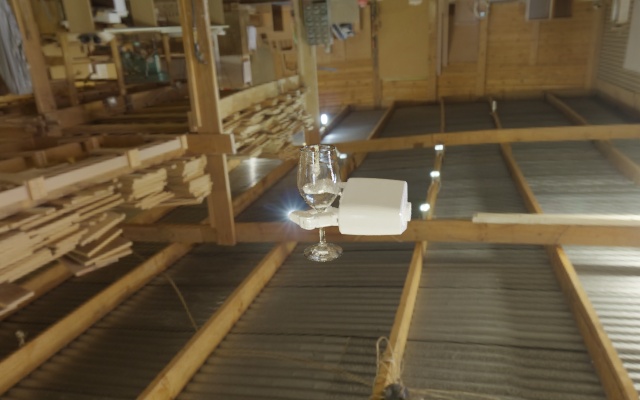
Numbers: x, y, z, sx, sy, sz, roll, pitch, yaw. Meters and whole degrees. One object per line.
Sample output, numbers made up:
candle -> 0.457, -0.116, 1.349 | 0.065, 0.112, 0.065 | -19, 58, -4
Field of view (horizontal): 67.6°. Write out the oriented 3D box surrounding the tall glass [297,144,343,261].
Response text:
tall glass -> 0.000, 0.003, 0.858 | 0.079, 0.201, 0.079 | -3, 19, 1
